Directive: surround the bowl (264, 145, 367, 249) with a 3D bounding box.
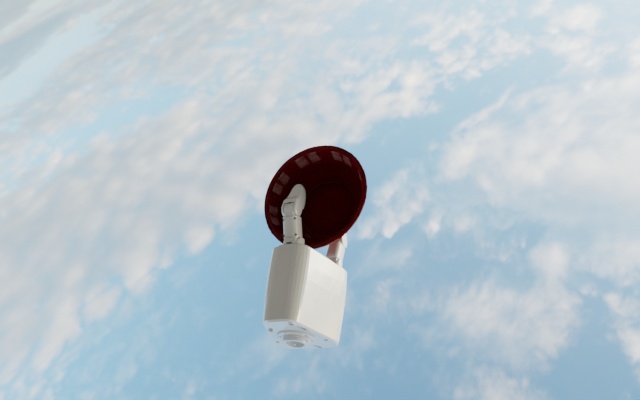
[{"bbox_3d":[0.001,0.001,0.700,0.162,0.162,0.055,0,-22,27],"label":"bowl"}]
